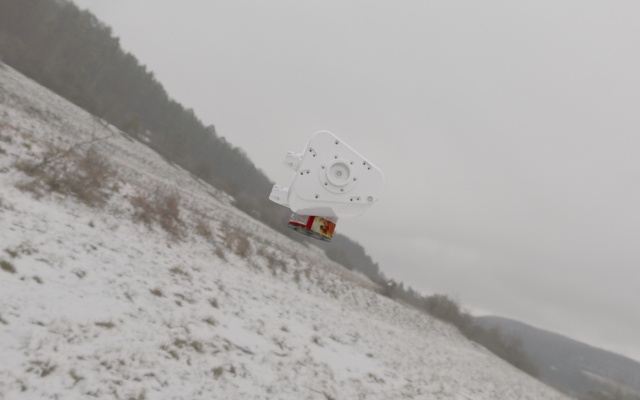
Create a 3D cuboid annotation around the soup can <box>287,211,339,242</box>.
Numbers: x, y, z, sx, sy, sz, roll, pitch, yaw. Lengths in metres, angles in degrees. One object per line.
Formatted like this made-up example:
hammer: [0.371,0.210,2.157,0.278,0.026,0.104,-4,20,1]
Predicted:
soup can: [0.000,0.002,0.707,0.068,0.102,0.068,20,-9,3]
